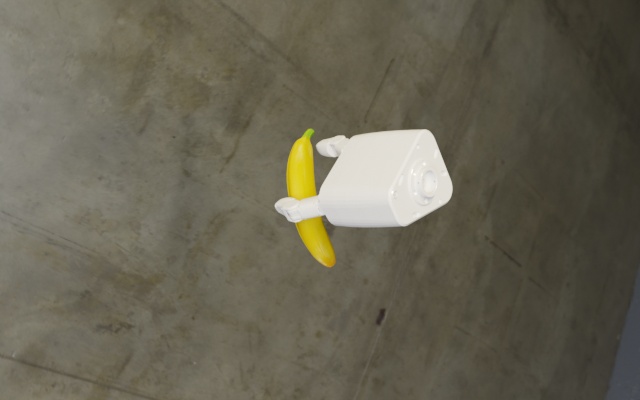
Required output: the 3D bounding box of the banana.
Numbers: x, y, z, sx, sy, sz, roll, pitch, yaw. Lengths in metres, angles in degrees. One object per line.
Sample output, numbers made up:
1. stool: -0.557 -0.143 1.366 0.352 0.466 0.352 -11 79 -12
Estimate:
1. banana: -0.013 0.002 0.650 0.037 0.198 0.069 -2 8 43
